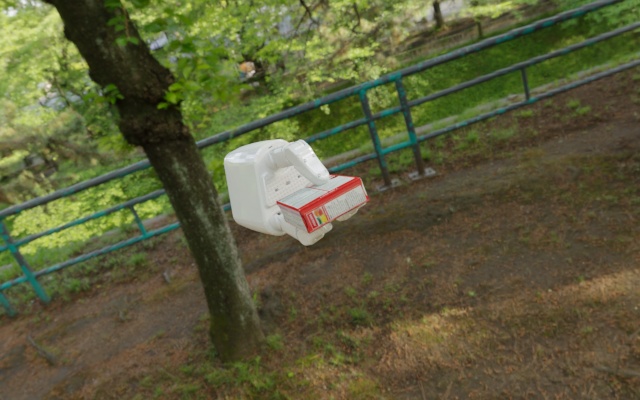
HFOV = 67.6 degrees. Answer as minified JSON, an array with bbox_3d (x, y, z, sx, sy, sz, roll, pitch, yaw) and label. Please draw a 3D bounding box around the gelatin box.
[{"bbox_3d":[0.000,0.001,0.513,0.073,0.030,0.089,-28,14,-16],"label":"gelatin box"}]
